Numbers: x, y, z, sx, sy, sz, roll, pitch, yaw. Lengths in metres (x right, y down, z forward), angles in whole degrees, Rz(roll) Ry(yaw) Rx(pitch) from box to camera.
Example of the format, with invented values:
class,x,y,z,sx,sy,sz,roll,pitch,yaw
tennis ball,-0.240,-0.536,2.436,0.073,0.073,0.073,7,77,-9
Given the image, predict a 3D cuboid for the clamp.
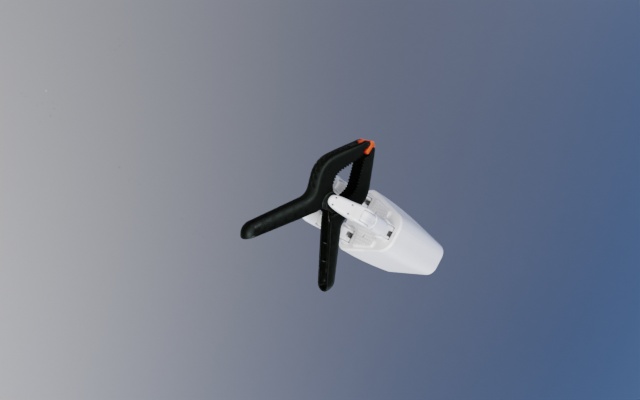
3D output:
class,x,y,z,sx,sy,sz,roll,pitch,yaw
clamp,0.001,0.002,0.626,0.165,0.210,0.036,31,-5,-36
